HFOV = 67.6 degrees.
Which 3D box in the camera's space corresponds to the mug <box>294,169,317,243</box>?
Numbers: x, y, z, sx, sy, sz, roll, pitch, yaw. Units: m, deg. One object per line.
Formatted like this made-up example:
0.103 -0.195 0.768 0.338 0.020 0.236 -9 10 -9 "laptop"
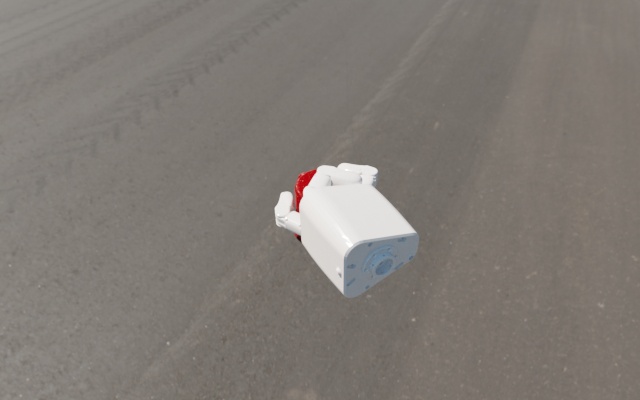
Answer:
-0.001 0.001 0.682 0.093 0.082 0.117 -21 43 -22 "mug"
